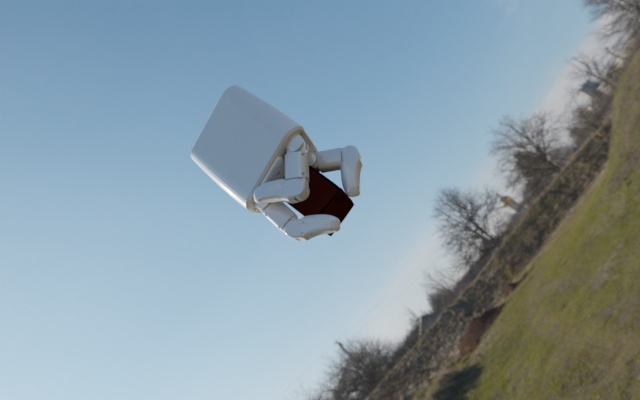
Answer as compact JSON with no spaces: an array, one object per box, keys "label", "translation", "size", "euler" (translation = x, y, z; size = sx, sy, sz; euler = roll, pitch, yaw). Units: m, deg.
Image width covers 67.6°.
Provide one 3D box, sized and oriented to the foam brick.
[{"label":"foam brick","translation":[0.000,0.002,0.580],"size":[0.051,0.053,0.078],"euler":[36,-4,21]}]
